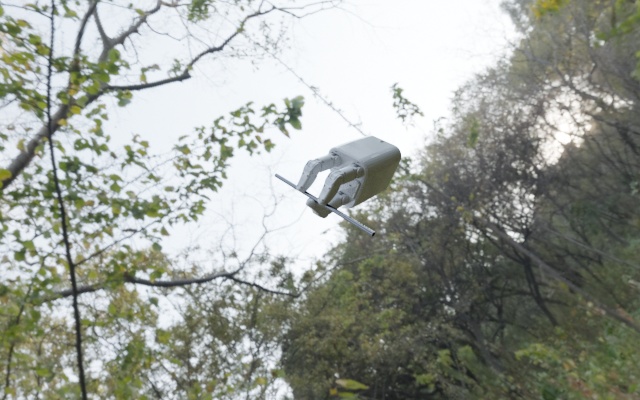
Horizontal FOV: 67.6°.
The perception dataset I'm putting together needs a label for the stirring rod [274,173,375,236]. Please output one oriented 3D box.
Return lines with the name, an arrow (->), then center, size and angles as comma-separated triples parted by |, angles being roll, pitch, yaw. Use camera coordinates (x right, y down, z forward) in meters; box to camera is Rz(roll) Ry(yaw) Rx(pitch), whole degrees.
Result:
stirring rod -> 0.000, 0.003, 0.818 | 0.239, 0.011, 0.011 | 31, 20, 36
